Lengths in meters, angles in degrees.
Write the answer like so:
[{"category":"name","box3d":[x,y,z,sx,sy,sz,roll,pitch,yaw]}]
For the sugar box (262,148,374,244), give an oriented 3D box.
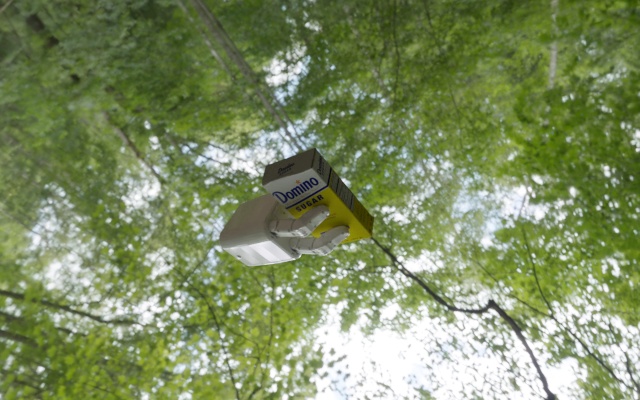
[{"category":"sugar box","box3d":[0.000,0.003,0.725,0.093,0.048,0.176,-17,-43,31]}]
